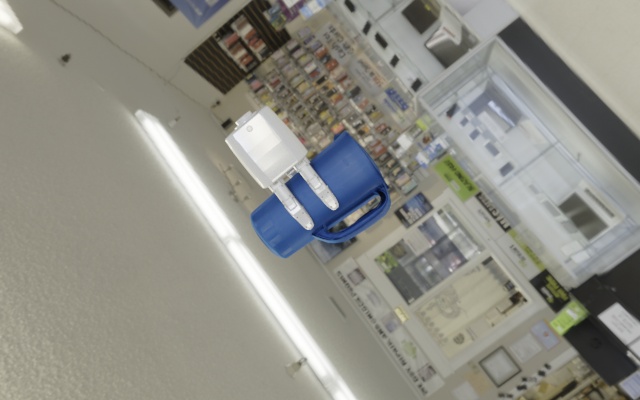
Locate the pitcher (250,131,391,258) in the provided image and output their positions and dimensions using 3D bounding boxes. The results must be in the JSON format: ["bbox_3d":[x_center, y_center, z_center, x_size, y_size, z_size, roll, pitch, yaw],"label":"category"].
[{"bbox_3d":[0.000,0.003,0.869,0.243,0.145,0.149,-38,16,5],"label":"pitcher"}]
